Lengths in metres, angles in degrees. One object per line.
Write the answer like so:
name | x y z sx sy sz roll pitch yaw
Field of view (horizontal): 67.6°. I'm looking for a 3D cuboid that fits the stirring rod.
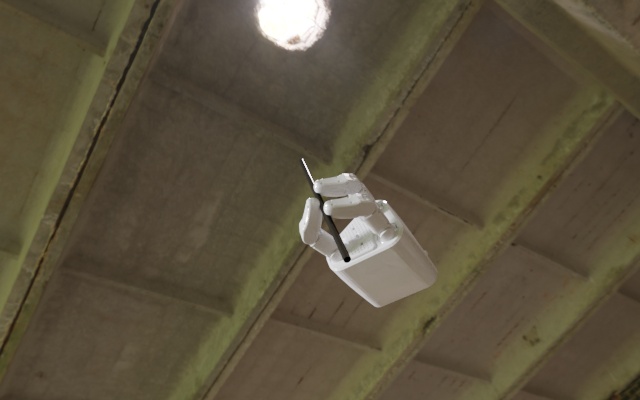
stirring rod | 0.000 0.002 0.590 0.011 0.011 0.239 0 29 -15
